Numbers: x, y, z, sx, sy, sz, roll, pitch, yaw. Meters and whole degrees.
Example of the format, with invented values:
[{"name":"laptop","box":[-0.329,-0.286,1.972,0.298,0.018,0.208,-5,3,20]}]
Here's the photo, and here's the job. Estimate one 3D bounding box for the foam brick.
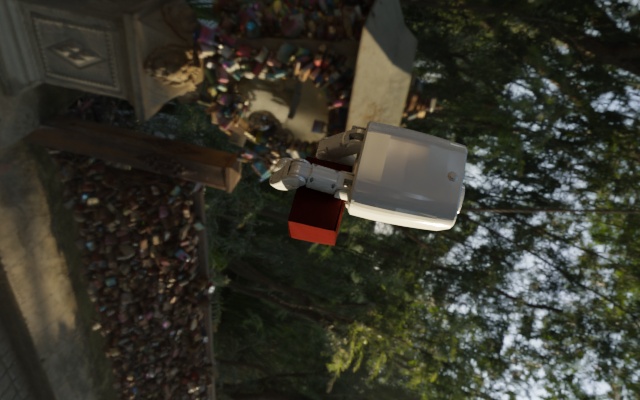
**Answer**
[{"name":"foam brick","box":[0.000,0.002,0.511,0.051,0.078,0.053,14,-21,4]}]
